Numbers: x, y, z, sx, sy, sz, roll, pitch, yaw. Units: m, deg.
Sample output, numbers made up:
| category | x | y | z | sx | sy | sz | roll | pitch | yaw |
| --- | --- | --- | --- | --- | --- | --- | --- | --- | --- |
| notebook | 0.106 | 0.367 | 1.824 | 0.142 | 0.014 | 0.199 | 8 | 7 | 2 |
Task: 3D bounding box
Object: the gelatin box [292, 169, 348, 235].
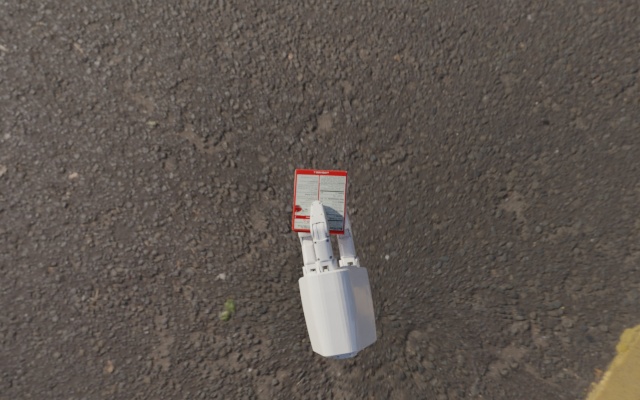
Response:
| category | x | y | z | sx | sy | sz | roll | pitch | yaw |
| --- | --- | --- | --- | --- | --- | --- | --- | --- | --- |
| gelatin box | 0.000 | 0.002 | 0.671 | 0.073 | 0.089 | 0.030 | 2 | -5 | 5 |
